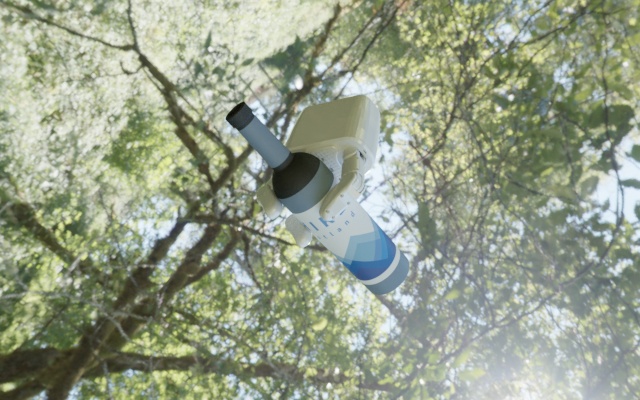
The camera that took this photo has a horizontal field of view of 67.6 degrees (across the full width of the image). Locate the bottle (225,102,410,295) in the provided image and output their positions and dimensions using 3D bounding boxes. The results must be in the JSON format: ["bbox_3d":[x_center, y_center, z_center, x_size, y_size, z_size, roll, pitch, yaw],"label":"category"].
[{"bbox_3d":[0.000,0.002,0.563,0.069,0.069,0.296,0,-40,52],"label":"bottle"}]
